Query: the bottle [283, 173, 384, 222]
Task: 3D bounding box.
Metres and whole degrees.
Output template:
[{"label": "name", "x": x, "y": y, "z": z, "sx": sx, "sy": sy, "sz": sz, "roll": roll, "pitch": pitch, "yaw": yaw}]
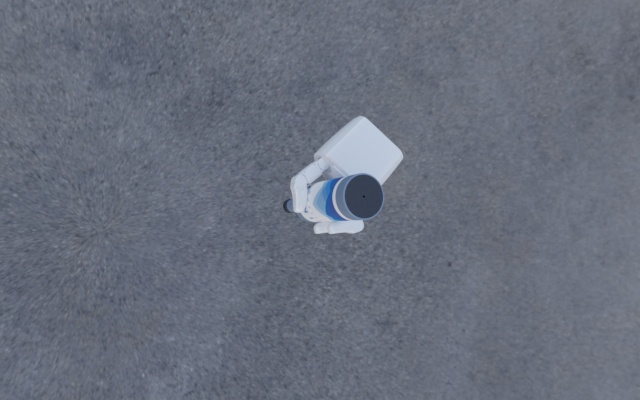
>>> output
[{"label": "bottle", "x": 0.000, "y": 0.003, "z": 0.801, "sx": 0.069, "sy": 0.069, "sz": 0.296, "roll": 0, "pitch": -3, "yaw": -25}]
